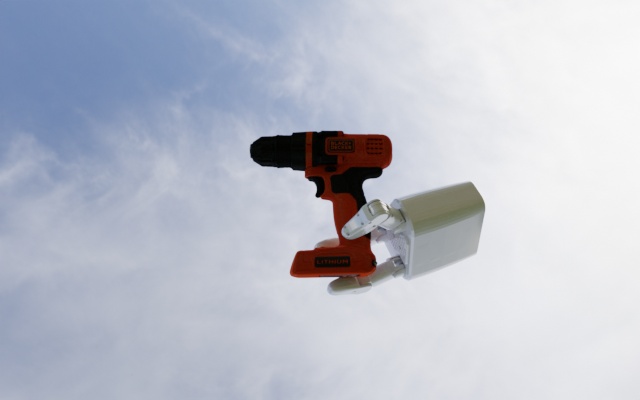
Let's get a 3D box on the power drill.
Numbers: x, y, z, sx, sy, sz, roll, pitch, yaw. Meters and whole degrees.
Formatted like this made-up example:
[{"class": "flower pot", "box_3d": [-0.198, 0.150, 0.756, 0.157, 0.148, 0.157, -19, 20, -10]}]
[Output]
[{"class": "power drill", "box_3d": [0.000, 0.002, 0.601, 0.184, 0.187, 0.057, 0, -12, 3]}]
